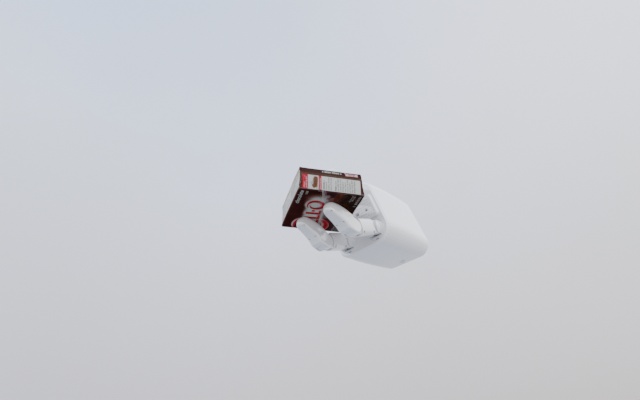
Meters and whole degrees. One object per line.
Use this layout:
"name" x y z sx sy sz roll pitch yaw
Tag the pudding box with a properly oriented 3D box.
"pudding box" 0.000 0.002 0.663 0.090 0.039 0.114 6 -33 -14
